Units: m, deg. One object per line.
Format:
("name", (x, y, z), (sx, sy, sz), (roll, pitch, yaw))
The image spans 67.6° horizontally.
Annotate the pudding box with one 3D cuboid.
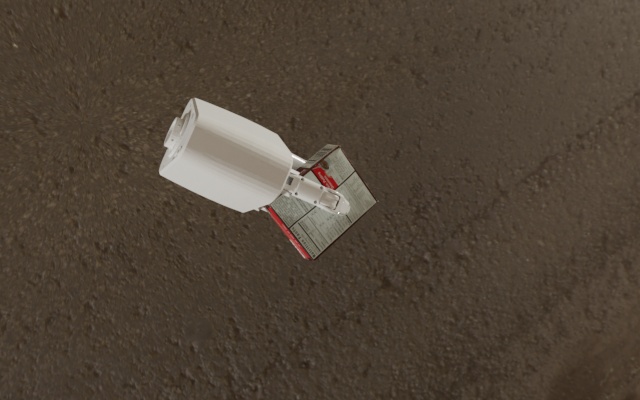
("pudding box", (0.000, 0.002, 0.562), (0.113, 0.090, 0.039), (-40, 20, -13))
